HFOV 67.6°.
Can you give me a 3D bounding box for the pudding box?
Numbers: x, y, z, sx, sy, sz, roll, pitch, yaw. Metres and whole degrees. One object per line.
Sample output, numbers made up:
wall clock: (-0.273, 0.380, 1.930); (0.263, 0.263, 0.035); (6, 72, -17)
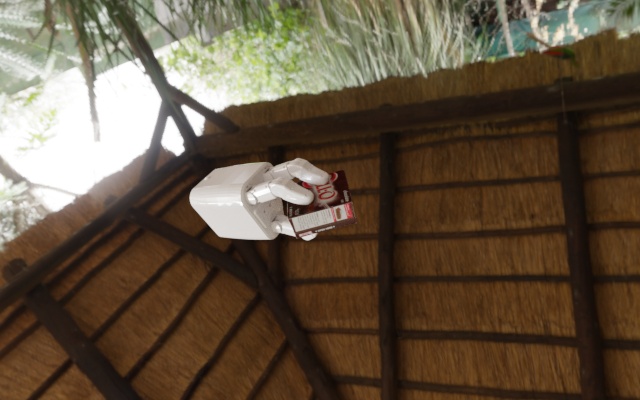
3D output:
pudding box: (0.000, 0.002, 0.682); (0.090, 0.039, 0.113); (-16, 29, 4)
